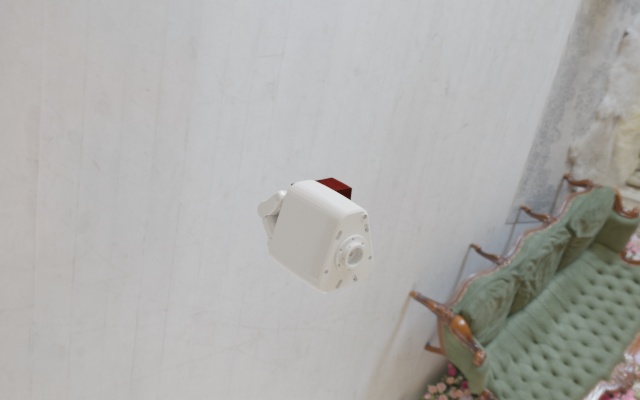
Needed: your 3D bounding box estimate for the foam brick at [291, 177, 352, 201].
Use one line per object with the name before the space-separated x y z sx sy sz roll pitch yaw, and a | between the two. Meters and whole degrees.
foam brick | 0.000 0.002 0.697 0.078 0.053 0.051 -12 27 -37
